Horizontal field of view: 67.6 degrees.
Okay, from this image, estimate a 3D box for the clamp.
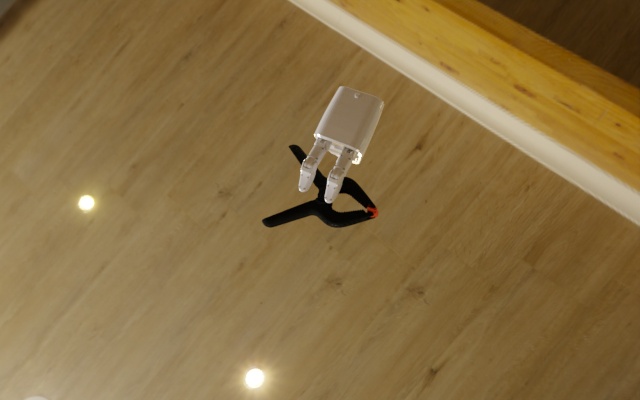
[{"bbox_3d":[0.001,0.003,0.873,0.210,0.164,0.036,23,-6,19],"label":"clamp"}]
